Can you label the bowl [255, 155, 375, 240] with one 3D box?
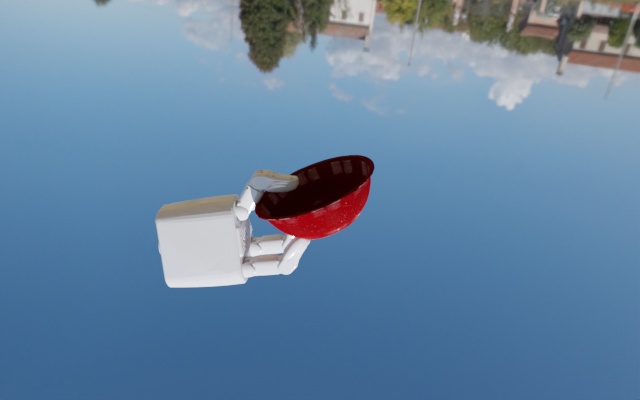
[{"bbox_3d":[0.001,0.002,0.611,0.162,0.055,0.162,-20,22,8],"label":"bowl"}]
